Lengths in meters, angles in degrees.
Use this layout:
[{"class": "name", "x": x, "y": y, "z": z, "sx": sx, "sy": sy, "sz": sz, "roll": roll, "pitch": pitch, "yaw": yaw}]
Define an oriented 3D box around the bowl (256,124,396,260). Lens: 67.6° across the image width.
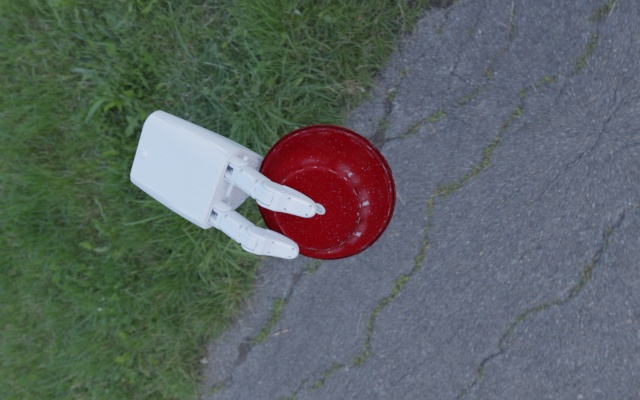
[{"class": "bowl", "x": 0.001, "y": 0.002, "z": 0.519, "sx": 0.162, "sy": 0.162, "sz": 0.055, "roll": 0, "pitch": 18, "yaw": 10}]
